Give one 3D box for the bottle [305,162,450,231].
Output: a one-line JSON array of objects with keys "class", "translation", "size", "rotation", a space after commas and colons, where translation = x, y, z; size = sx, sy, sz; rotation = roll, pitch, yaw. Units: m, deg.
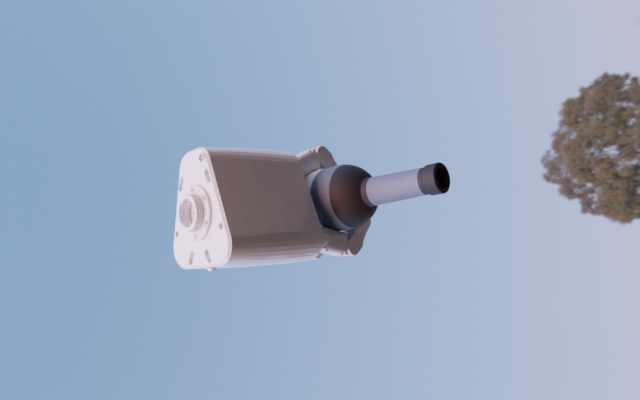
[{"class": "bottle", "translation": [0.000, 0.002, 0.510], "size": [0.296, 0.069, 0.069], "rotation": [-11, -8, 44]}]
